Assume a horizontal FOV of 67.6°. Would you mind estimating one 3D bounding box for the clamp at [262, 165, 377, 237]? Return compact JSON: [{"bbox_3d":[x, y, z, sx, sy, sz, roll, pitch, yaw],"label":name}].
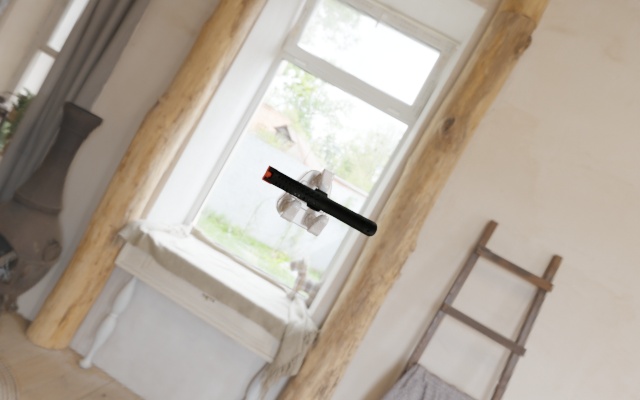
[{"bbox_3d":[0.000,0.002,0.805,0.210,0.036,0.164,29,-2,-10],"label":"clamp"}]
